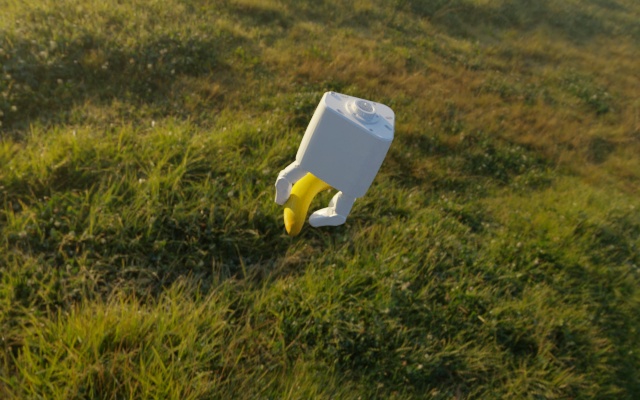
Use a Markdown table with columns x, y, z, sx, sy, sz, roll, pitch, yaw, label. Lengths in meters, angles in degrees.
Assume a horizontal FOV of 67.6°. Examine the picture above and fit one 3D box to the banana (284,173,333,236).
| x | y | z | sx | sy | sz | roll | pitch | yaw | label |
| --- | --- | --- | --- | --- | --- | --- | --- | --- | --- |
| -0.012 | -0.011 | 0.786 | 0.069 | 0.037 | 0.197 | 40 | 40 | 10 | banana |
